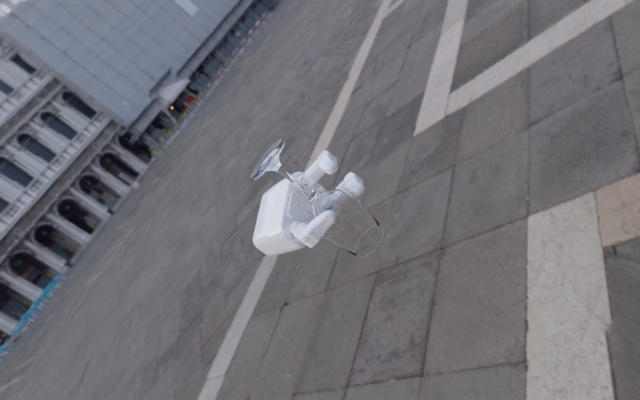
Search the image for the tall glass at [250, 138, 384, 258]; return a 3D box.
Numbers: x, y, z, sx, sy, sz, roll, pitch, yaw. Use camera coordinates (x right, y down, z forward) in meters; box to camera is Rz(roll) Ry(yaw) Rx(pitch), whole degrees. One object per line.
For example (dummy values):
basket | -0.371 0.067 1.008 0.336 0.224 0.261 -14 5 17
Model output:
tall glass | 0.000 0.002 0.687 0.201 0.079 0.079 39 -15 -19
